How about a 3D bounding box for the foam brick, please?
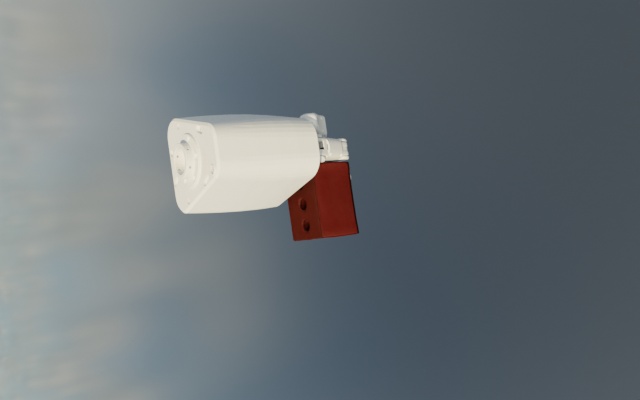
[{"bbox_3d":[0.000,0.002,0.504,0.051,0.078,0.053,-7,-2,-40],"label":"foam brick"}]
